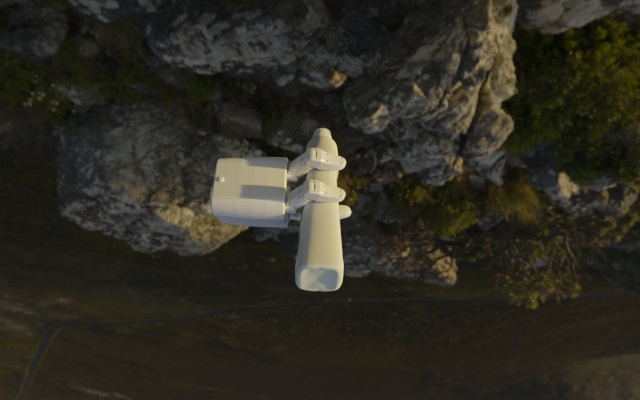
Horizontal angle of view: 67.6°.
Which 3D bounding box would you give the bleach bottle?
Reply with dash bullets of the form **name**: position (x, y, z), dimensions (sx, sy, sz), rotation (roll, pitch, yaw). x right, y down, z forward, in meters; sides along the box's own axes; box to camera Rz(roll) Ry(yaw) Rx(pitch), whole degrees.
- **bleach bottle**: position (0.000, 0.002, 0.727), dimensions (0.068, 0.250, 0.103), rotation (2, -30, -1)
